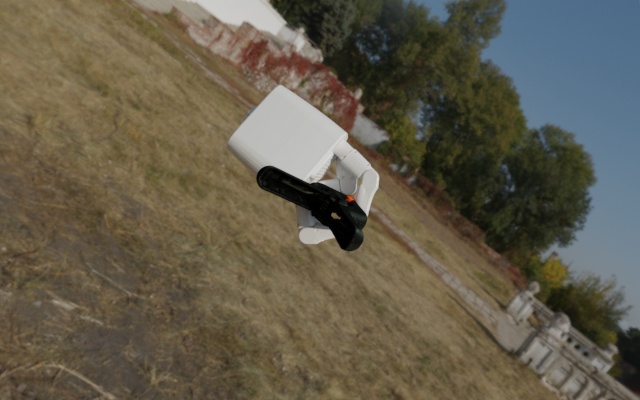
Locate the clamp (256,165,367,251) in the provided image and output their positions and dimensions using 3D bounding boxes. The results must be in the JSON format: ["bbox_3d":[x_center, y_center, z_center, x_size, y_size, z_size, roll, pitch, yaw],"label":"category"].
[{"bbox_3d":[0.001,0.001,0.512,0.120,0.039,0.171,41,7,5],"label":"clamp"}]
